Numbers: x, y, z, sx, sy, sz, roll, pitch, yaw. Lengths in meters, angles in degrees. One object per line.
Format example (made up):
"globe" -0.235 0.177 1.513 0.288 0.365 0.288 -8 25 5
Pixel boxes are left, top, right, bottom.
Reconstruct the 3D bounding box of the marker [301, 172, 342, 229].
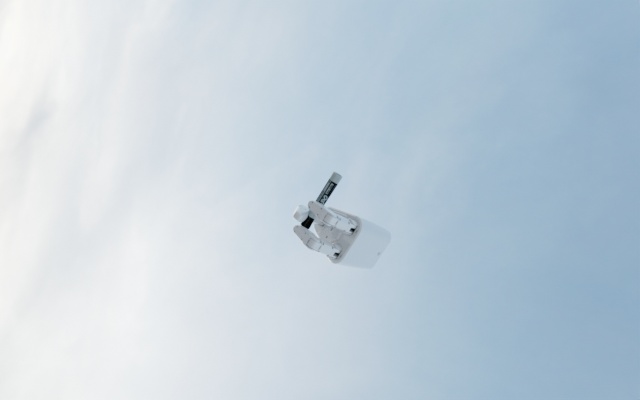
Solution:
"marker" 0.000 0.003 0.865 0.020 0.121 0.020 31 12 -7
